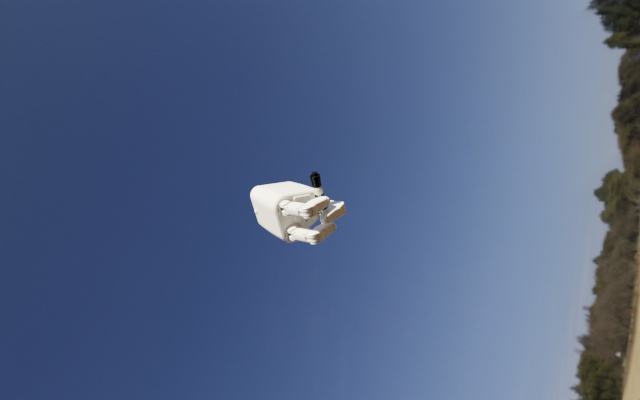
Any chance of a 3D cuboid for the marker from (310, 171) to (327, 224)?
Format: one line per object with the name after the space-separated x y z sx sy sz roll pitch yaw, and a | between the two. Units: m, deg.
0.000 0.003 0.883 0.020 0.121 0.020 -10 25 5 | marker
